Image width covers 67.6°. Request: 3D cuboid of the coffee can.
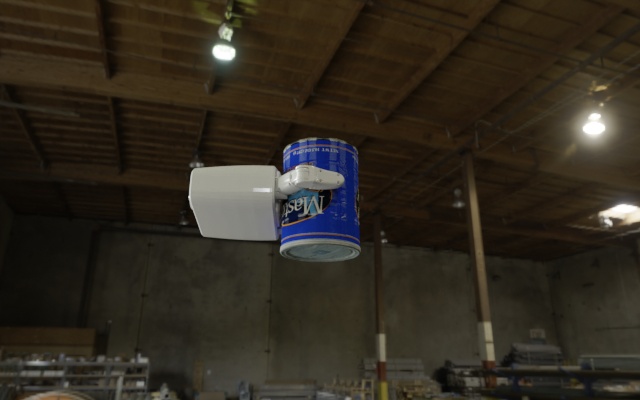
[{"bbox_3d":[0.000,0.002,0.630,0.103,0.140,0.103,0,-19,0],"label":"coffee can"}]
